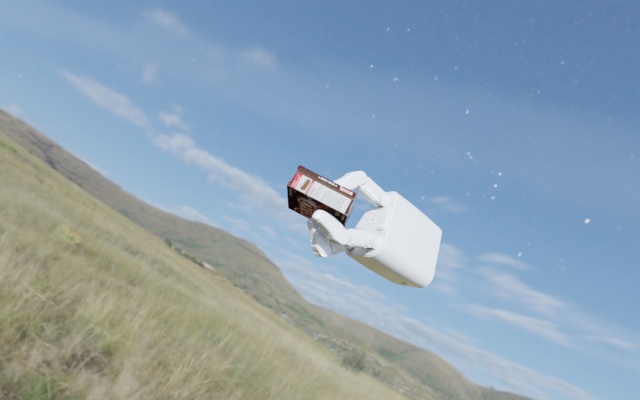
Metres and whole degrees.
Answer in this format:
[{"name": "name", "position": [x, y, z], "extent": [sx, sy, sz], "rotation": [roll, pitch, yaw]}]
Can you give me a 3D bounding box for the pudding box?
[{"name": "pudding box", "position": [0.000, 0.002, 0.668], "extent": [0.090, 0.039, 0.113], "rotation": [26, -18, 5]}]
